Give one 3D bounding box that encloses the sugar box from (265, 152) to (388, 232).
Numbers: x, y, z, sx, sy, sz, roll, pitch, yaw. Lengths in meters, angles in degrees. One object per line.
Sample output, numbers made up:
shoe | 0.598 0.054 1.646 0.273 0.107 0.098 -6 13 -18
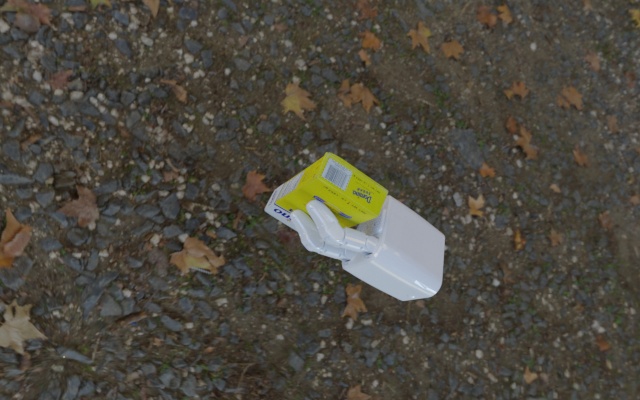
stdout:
sugar box | 0.000 0.003 0.634 0.093 0.048 0.176 33 -29 -15
